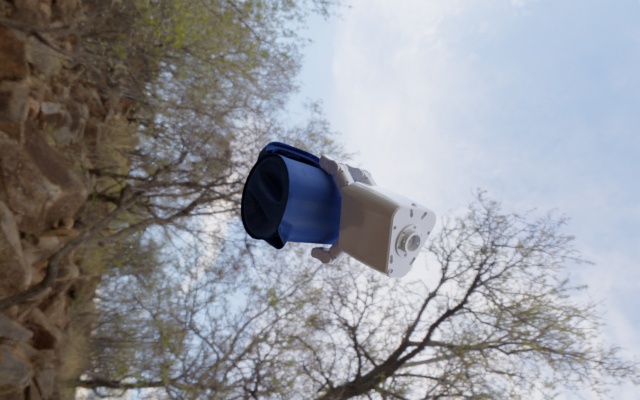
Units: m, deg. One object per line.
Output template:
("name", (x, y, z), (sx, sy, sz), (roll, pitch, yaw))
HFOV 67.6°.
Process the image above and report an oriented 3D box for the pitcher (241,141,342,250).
("pitcher", (0.000, 0.003, 0.791), (0.243, 0.149, 0.145), (12, 8, -39))
